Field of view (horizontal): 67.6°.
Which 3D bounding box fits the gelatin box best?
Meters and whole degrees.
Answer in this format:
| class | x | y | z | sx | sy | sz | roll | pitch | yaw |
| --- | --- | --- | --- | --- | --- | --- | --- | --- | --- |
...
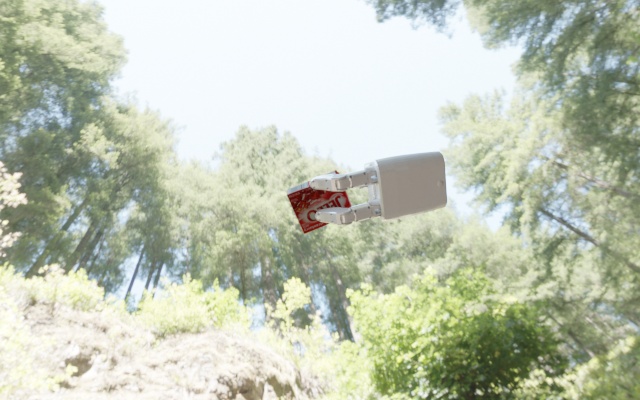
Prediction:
| class | x | y | z | sx | sy | sz | roll | pitch | yaw |
| --- | --- | --- | --- | --- | --- | --- | --- | --- | --- |
| gelatin box | 0.000 | 0.002 | 0.760 | 0.089 | 0.073 | 0.030 | -21 | 21 | 4 |
